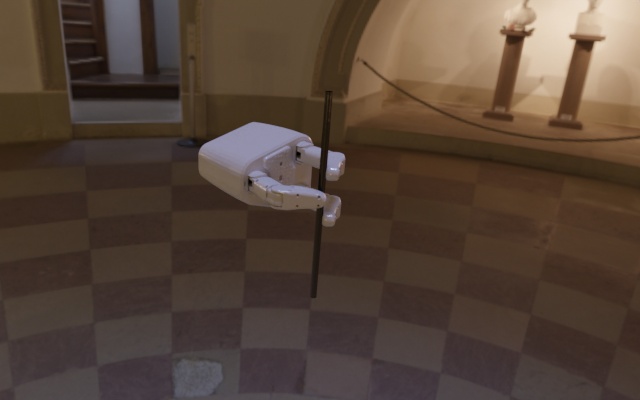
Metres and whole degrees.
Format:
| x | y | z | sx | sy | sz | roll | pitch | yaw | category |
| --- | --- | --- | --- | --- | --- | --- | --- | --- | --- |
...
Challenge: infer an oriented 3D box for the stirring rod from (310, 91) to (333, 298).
| x | y | z | sx | sy | sz | roll | pitch | yaw | category |
| --- | --- | --- | --- | --- | --- | --- | --- | --- | --- |
| 0.000 | 0.002 | 0.527 | 0.011 | 0.240 | 0.011 | 4 | 20 | -1 | stirring rod |
